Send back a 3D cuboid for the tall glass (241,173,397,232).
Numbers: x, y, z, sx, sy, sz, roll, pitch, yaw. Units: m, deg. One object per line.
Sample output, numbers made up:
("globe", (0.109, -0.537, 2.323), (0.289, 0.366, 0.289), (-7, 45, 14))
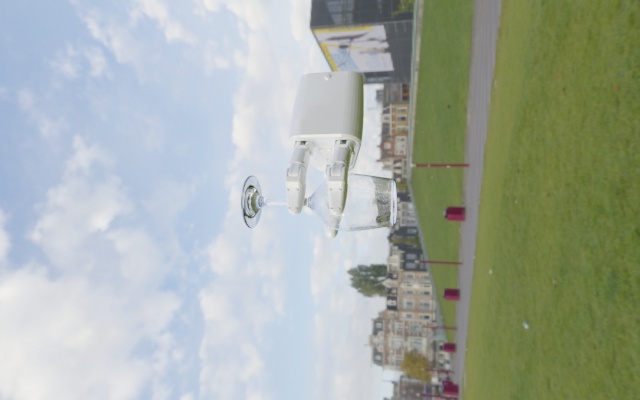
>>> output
("tall glass", (-0.001, 0.002, 0.643), (0.201, 0.079, 0.079), (1, 0, 14))
